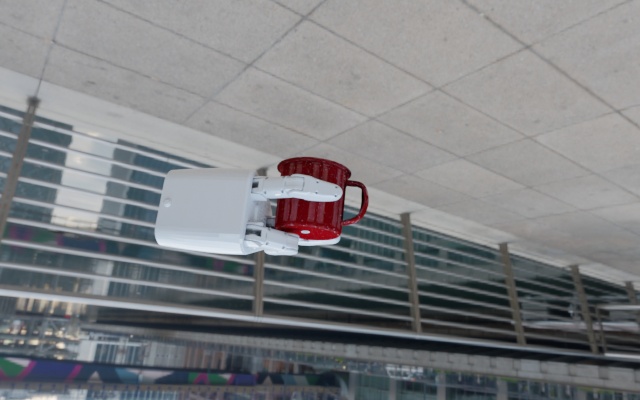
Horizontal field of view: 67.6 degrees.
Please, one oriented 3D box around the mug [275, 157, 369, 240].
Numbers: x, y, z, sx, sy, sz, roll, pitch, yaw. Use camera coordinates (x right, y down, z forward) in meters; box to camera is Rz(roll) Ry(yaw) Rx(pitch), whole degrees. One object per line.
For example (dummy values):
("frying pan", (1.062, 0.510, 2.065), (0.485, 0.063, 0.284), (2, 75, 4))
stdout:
("mug", (0.002, 0.002, 0.580), (0.117, 0.081, 0.093), (3, -16, 11))
